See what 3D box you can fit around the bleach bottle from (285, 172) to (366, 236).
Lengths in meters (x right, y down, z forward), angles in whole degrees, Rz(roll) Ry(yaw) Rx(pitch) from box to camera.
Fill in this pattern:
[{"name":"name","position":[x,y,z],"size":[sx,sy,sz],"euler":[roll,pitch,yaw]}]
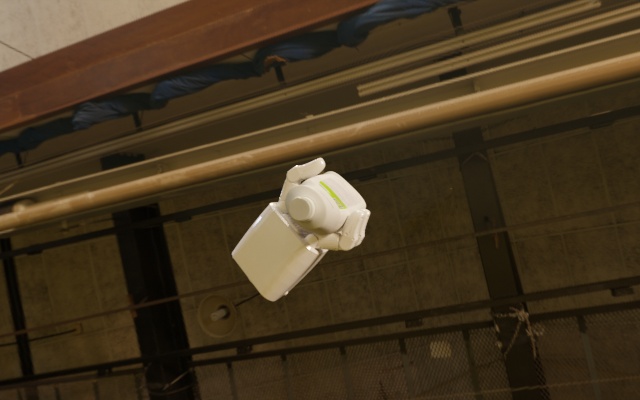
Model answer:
[{"name":"bleach bottle","position":[0.000,0.002,0.709],"size":[0.102,0.068,0.251],"euler":[43,11,10]}]
